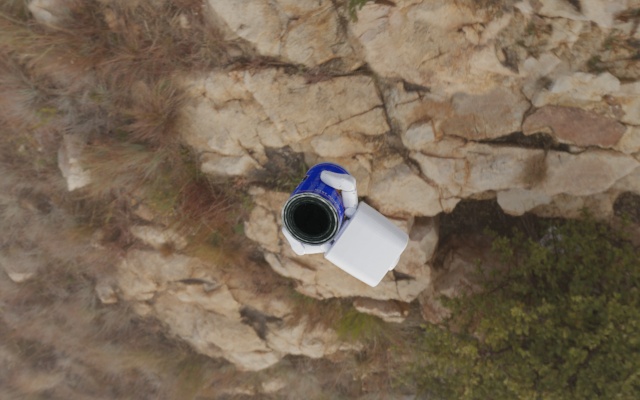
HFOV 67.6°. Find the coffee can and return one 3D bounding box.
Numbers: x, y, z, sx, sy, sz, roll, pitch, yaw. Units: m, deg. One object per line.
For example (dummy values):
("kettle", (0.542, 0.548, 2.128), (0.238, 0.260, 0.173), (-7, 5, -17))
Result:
("coffee can", (0.000, 0.003, 0.861), (0.103, 0.103, 0.140), (0, 26, 16))
